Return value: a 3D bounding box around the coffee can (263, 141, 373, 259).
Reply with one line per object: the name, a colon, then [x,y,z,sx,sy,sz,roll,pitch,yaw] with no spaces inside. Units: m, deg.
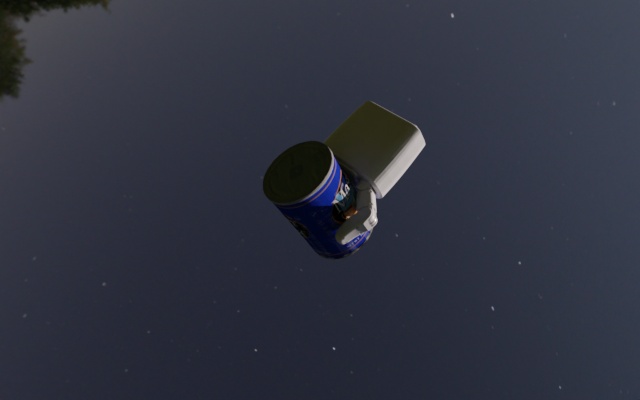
coffee can: [0.000,0.002,0.661,0.103,0.102,0.140,0,-36,34]
